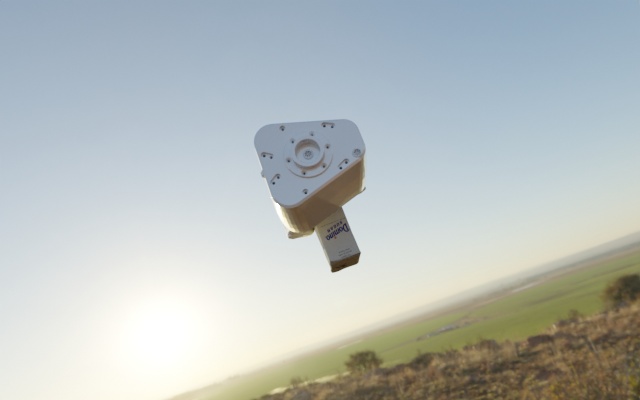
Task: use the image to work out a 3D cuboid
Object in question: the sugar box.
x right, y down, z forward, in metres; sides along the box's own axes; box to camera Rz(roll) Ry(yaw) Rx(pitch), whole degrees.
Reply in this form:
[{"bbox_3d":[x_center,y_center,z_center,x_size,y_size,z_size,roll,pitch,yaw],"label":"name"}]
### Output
[{"bbox_3d":[0.000,0.002,0.621,0.048,0.176,0.093,-19,-16,-3],"label":"sugar box"}]
